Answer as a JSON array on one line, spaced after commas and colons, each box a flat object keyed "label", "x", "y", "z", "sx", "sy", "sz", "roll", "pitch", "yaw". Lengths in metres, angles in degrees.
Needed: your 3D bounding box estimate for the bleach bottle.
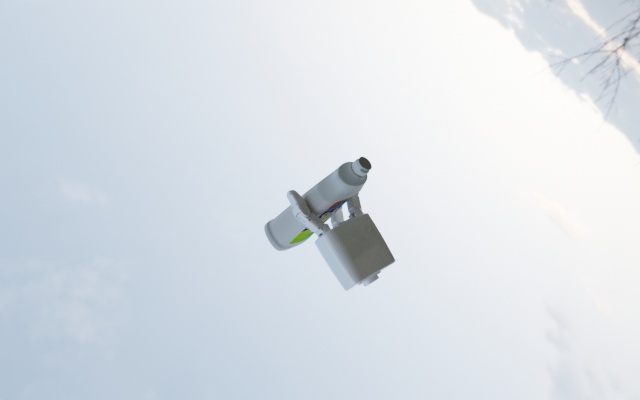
[{"label": "bleach bottle", "x": 0.000, "y": 0.003, "z": 0.885, "sx": 0.102, "sy": 0.068, "sz": 0.251, "roll": -16, "pitch": -20, "yaw": -46}]
